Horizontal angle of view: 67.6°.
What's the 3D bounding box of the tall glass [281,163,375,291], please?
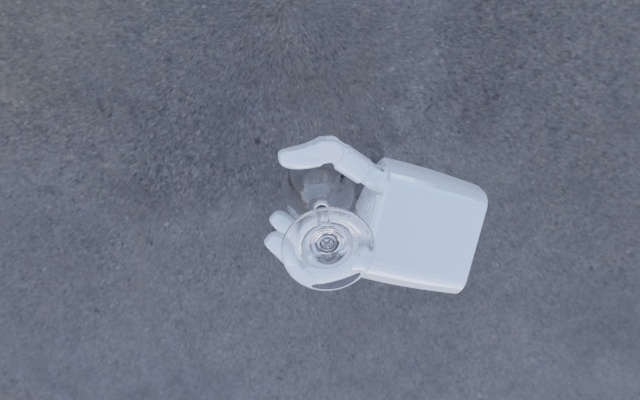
[{"bbox_3d":[0.000,0.002,0.464,0.079,0.079,0.201,0,23,-4],"label":"tall glass"}]
